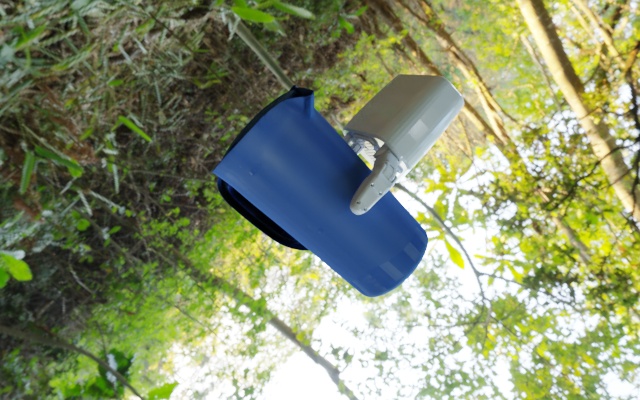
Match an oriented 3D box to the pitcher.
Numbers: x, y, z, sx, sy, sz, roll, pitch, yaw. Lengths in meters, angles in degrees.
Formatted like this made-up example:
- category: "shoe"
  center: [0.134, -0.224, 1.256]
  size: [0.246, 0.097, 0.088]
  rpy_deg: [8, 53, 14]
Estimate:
- category: "pitcher"
  center: [0.000, 0.002, 0.557]
  size: [0.243, 0.145, 0.149]
  rpy_deg: [44, -9, -11]
